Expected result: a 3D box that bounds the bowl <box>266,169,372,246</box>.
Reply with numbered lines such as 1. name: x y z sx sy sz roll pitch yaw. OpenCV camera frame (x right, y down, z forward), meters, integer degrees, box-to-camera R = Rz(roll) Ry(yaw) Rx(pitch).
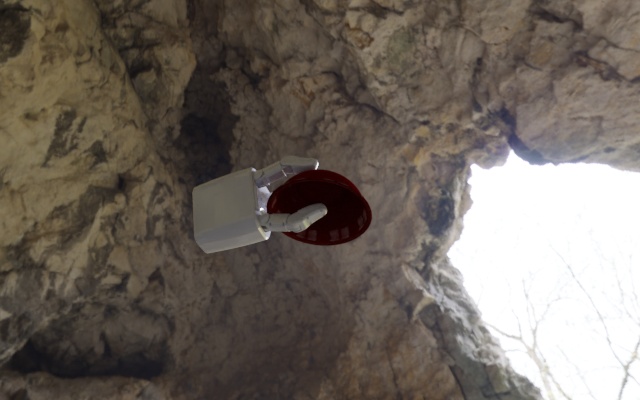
1. bowl: 0.001 0.002 0.744 0.162 0.055 0.162 5 -40 4
